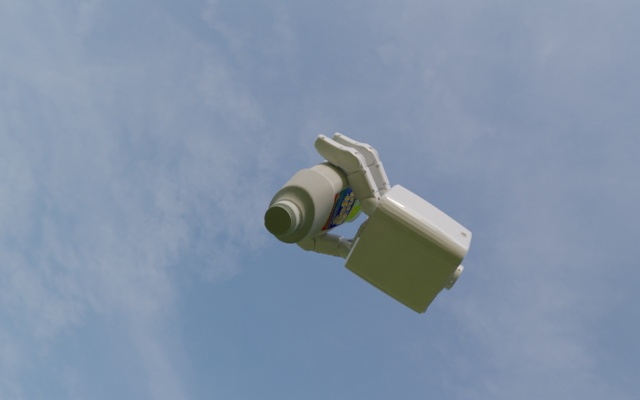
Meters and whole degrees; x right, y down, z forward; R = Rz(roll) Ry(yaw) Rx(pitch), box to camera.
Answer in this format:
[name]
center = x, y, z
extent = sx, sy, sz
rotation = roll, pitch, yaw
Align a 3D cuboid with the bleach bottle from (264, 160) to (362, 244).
[bleach bottle]
center = 0.000, 0.002, 0.555
extent = 0.068, 0.102, 0.251
rotation = 33, 21, 11
